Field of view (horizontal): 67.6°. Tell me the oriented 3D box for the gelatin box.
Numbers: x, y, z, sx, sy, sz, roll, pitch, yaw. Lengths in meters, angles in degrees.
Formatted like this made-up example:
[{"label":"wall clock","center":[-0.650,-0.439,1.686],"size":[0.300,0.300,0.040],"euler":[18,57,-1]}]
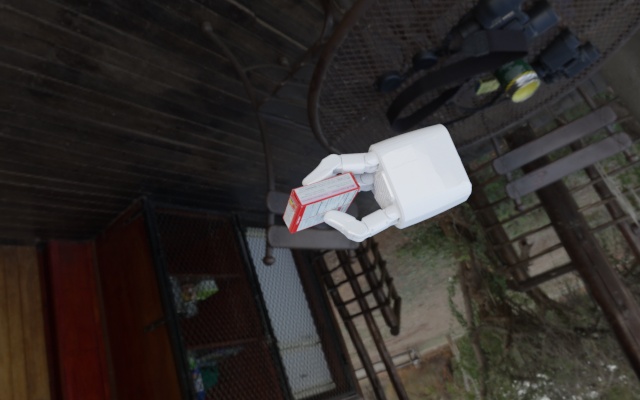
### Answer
[{"label":"gelatin box","center":[0.000,0.003,0.625],"size":[0.089,0.030,0.073],"euler":[-19,-23,-24]}]
